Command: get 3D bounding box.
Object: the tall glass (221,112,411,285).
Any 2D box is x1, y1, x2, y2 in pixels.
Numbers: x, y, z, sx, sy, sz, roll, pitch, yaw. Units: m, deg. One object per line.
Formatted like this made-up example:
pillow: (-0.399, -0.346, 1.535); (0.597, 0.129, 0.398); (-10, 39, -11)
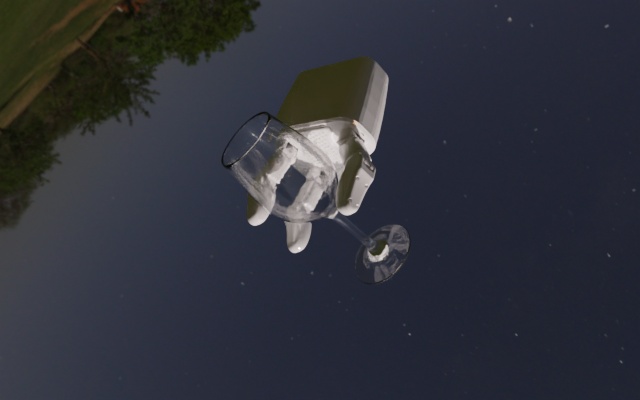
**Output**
tall glass: (0.001, 0.002, 0.465); (0.201, 0.079, 0.079); (40, -22, -30)
